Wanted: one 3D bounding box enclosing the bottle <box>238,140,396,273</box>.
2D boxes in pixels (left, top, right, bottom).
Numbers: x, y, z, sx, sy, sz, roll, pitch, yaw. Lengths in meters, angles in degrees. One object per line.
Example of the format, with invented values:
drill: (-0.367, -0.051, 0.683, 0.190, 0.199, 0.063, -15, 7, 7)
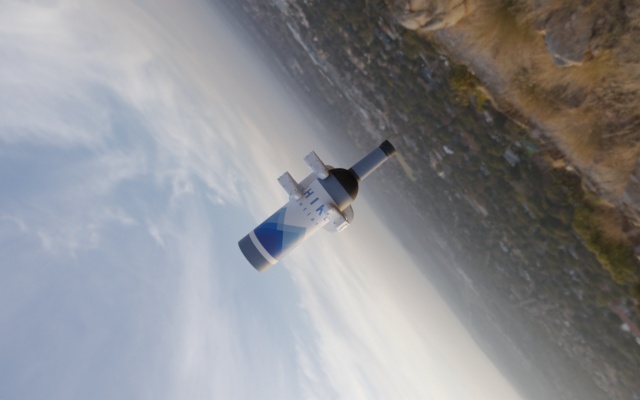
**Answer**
bottle: (0.000, 0.003, 0.782, 0.296, 0.069, 0.069, -38, -2, 2)
